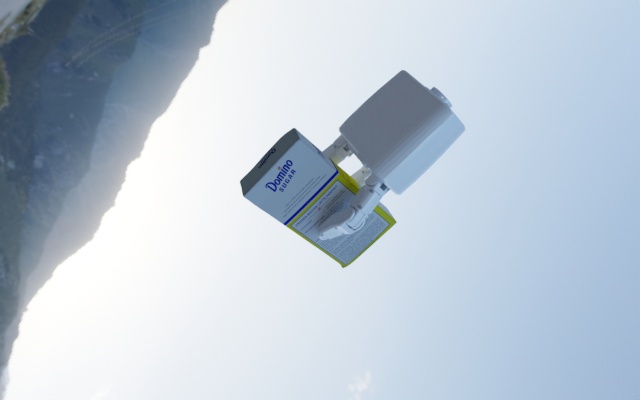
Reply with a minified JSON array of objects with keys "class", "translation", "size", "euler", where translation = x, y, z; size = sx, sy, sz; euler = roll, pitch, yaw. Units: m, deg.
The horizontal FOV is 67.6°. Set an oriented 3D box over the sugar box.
[{"class":"sugar box","translation":[0.000,0.002,0.572],"size":[0.176,0.093,0.048],"euler":[40,13,-29]}]
